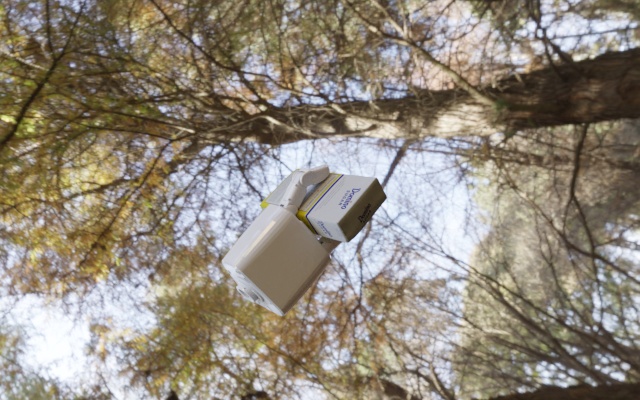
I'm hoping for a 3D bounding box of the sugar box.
[{"bbox_3d":[0.000,0.003,0.690,0.176,0.048,0.093,14,53,47],"label":"sugar box"}]
